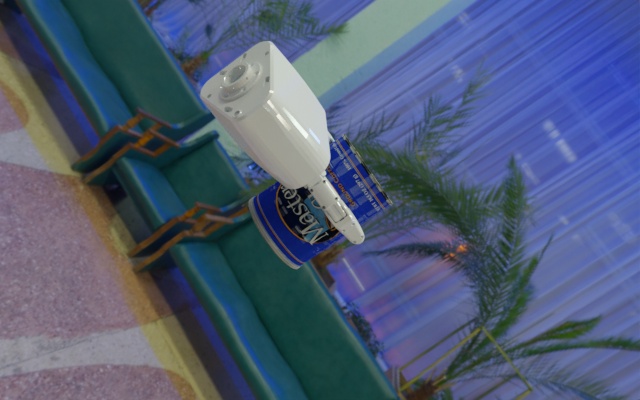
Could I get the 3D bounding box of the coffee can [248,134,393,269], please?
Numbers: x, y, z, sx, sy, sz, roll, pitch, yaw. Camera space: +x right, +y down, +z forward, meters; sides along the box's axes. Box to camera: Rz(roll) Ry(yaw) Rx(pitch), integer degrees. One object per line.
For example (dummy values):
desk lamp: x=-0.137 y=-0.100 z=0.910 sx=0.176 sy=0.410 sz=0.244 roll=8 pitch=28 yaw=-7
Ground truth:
coffee can: x=0.000 y=0.002 z=0.574 sx=0.140 sy=0.103 sz=0.103 roll=-34 pitch=-5 yaw=7
